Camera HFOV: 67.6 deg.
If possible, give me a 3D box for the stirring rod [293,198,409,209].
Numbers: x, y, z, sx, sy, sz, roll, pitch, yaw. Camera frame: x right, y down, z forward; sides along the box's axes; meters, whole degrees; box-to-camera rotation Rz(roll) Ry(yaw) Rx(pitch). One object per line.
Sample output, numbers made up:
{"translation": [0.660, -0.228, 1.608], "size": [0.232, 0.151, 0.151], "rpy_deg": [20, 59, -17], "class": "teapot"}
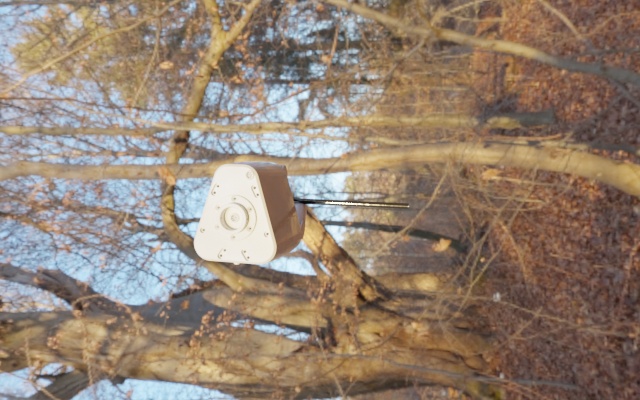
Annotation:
{"translation": [0.000, 0.002, 0.662], "size": [0.239, 0.011, 0.011], "rpy_deg": [3, 0, 10], "class": "stirring rod"}
